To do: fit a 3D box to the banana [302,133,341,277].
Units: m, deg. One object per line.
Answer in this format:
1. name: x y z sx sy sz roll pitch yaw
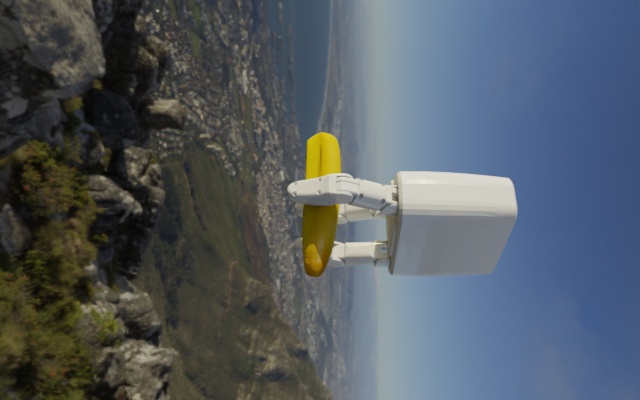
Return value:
1. banana: 0.001 -0.015 0.489 0.037 0.070 0.197 3 40 -2
